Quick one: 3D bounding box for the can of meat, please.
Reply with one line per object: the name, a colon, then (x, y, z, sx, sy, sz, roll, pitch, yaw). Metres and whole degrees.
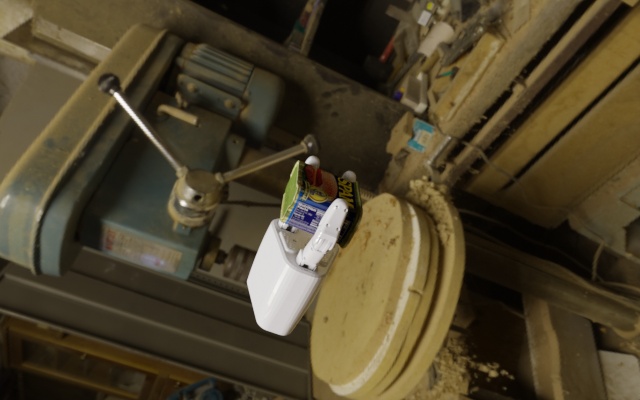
can of meat: (0.000, 0.002, 0.588, 0.084, 0.057, 0.102, 22, 28, -12)
